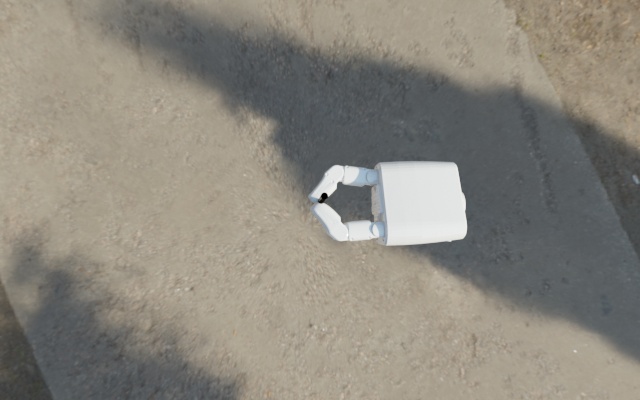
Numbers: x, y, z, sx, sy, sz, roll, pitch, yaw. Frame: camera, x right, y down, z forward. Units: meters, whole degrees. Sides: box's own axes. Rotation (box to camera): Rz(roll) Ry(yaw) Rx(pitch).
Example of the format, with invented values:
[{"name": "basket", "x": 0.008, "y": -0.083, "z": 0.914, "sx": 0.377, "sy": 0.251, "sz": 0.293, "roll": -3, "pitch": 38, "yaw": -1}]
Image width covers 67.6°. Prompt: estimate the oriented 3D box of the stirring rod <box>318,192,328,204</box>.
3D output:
[{"name": "stirring rod", "x": 0.000, "y": 0.002, "z": 0.635, "sx": 0.011, "sy": 0.011, "sz": 0.239, "roll": 0, "pitch": -3, "yaw": -2}]
